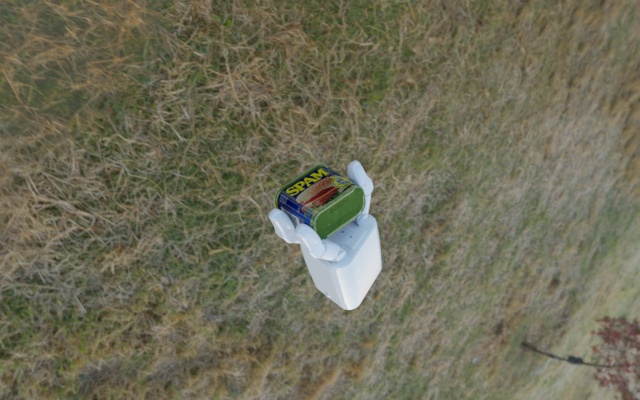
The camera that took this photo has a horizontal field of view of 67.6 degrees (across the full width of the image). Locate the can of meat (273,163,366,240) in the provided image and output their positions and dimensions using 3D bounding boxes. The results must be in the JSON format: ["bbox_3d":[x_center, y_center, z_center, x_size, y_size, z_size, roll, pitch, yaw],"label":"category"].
[{"bbox_3d":[0.000,0.002,0.666,0.102,0.057,0.084,-34,44,-27],"label":"can of meat"}]
